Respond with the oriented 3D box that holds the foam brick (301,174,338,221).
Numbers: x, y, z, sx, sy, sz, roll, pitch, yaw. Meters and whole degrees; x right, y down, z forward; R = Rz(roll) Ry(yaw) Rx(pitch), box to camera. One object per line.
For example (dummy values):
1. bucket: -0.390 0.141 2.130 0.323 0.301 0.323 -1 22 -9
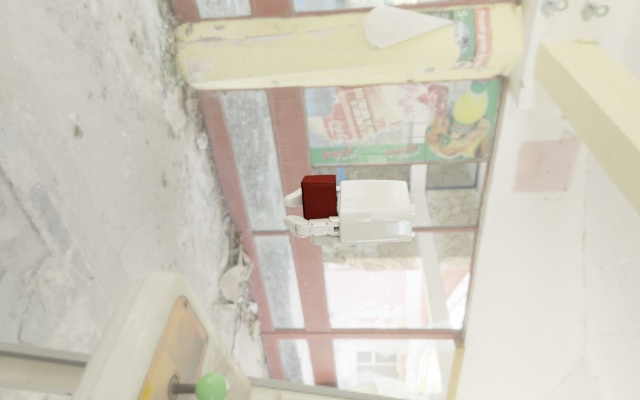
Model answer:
1. foam brick: 0.000 0.002 0.737 0.051 0.078 0.053 -2 18 6
